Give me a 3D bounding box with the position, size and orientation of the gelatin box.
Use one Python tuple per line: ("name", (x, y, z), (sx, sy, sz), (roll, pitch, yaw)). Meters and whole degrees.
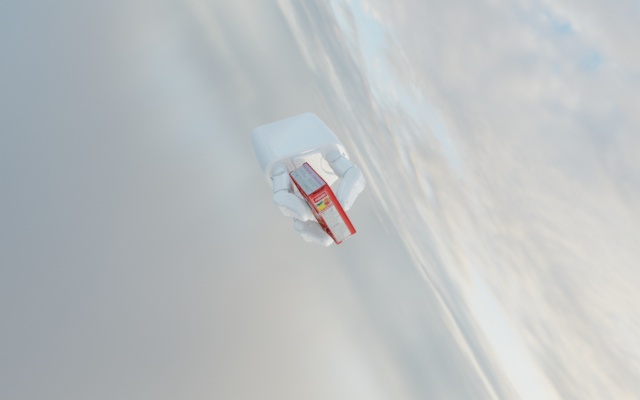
("gelatin box", (0.001, 0.002, 0.563), (0.030, 0.073, 0.089), (-33, 27, -5))
